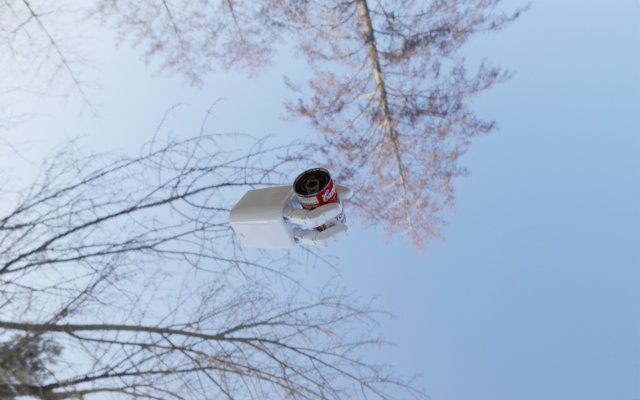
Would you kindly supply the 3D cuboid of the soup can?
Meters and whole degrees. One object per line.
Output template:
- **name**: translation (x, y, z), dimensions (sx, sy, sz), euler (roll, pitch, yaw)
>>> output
- **soup can**: translation (0.001, 0.003, 0.835), dimensions (0.068, 0.068, 0.102), euler (0, -44, 25)
